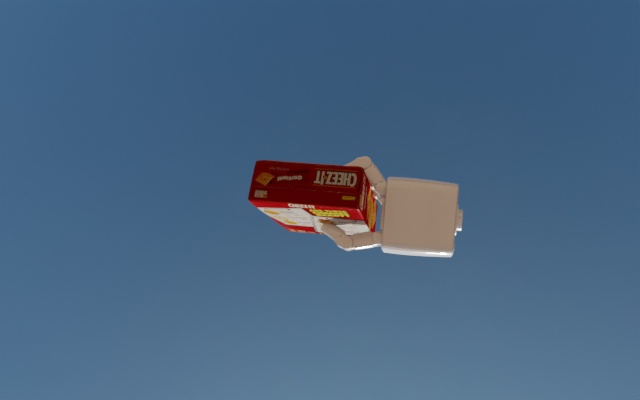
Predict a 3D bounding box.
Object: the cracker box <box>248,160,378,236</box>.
[{"bbox_3d":[0.000,0.003,0.771,0.164,0.072,0.214,4,-15,13],"label":"cracker box"}]
